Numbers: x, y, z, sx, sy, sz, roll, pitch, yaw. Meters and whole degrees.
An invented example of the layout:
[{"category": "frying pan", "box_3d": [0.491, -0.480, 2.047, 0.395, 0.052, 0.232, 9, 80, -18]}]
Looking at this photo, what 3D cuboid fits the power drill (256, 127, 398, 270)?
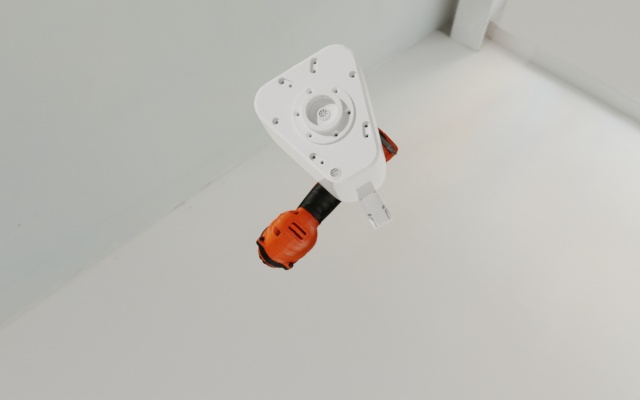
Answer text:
[{"category": "power drill", "box_3d": [0.000, 0.001, 0.560, 0.057, 0.187, 0.184, 41, -18, -4]}]
